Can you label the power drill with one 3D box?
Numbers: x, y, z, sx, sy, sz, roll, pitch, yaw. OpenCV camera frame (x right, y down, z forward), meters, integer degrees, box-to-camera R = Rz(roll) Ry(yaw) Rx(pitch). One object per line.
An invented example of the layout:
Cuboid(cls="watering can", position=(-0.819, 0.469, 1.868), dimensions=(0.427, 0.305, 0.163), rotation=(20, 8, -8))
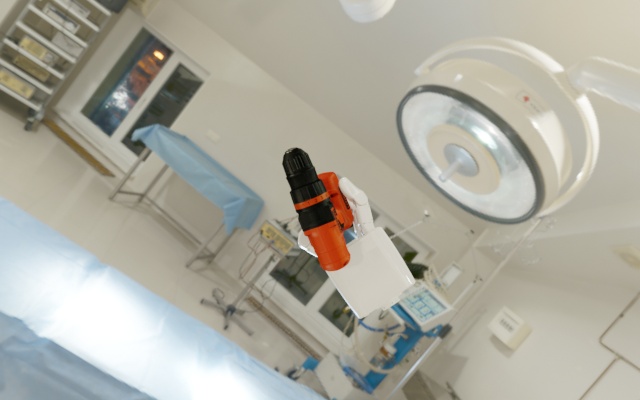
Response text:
Cuboid(cls="power drill", position=(0.000, 0.003, 0.742), dimensions=(0.057, 0.184, 0.187), rotation=(-19, 6, 11))
